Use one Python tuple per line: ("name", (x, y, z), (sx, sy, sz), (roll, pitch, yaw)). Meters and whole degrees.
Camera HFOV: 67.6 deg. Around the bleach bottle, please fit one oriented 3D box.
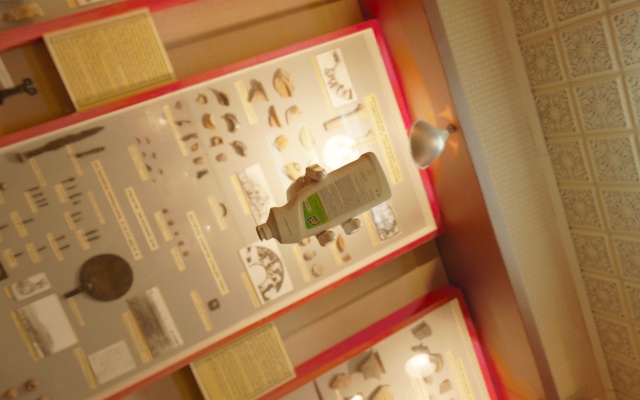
("bleach bottle", (0.000, 0.003, 0.858), (0.251, 0.102, 0.068), (-24, -1, -18))
